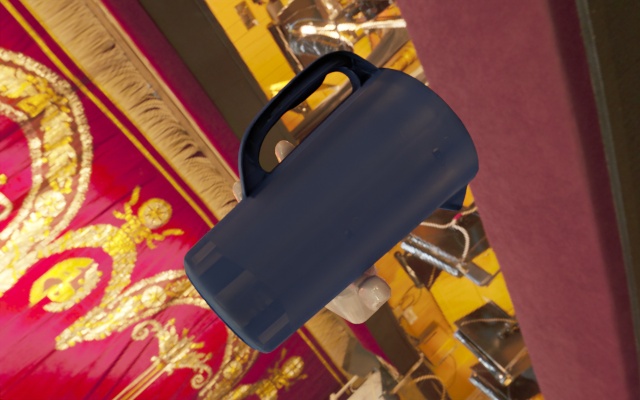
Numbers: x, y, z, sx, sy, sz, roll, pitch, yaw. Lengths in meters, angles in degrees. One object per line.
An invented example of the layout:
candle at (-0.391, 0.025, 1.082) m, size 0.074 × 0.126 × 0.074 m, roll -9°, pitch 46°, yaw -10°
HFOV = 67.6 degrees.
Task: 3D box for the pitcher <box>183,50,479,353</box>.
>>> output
pitcher at (0.000, 0.001, 0.411) m, size 0.149 × 0.243 × 0.145 m, roll 42°, pitch -12°, yaw 29°
